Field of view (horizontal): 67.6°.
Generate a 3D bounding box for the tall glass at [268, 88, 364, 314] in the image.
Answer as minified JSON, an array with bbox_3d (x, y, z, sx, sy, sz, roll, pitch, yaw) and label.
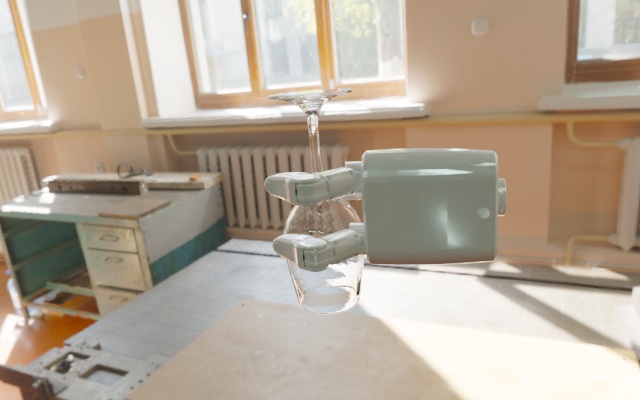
[{"bbox_3d":[0.000,0.001,0.443,0.079,0.201,0.079,-5,15,1],"label":"tall glass"}]
